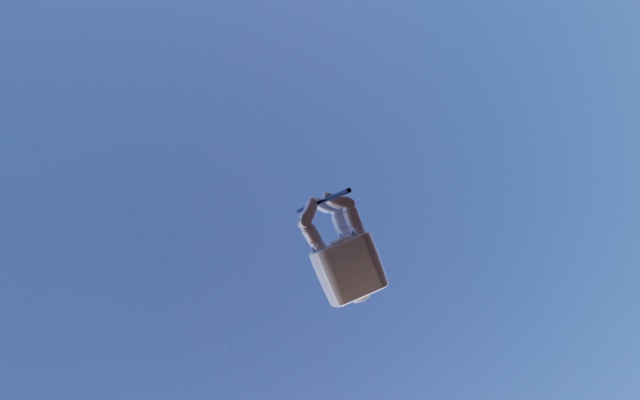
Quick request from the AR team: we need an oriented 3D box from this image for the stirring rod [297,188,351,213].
[{"bbox_3d":[0.000,0.003,0.851,0.011,0.011,0.239,0,-9,-22],"label":"stirring rod"}]
